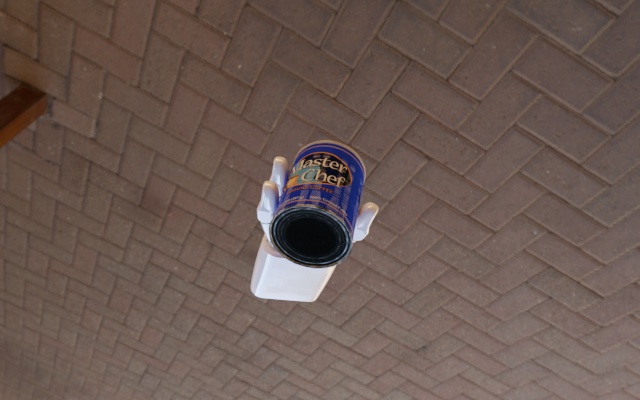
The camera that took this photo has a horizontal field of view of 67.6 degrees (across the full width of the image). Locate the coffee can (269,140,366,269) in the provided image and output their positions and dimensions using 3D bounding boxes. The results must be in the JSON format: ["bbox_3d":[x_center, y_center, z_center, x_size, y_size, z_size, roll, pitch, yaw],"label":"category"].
[{"bbox_3d":[0.000,0.002,0.618,0.103,0.103,0.140,0,39,13],"label":"coffee can"}]
